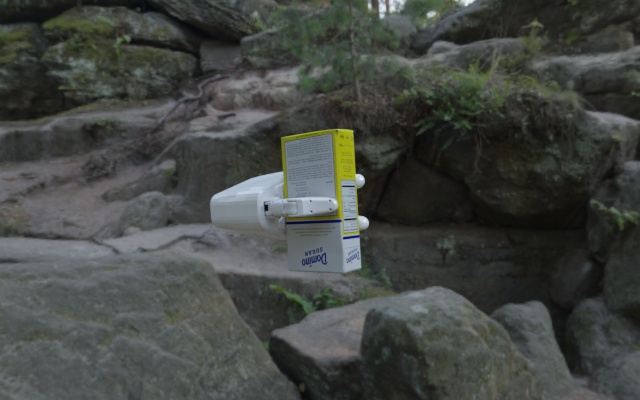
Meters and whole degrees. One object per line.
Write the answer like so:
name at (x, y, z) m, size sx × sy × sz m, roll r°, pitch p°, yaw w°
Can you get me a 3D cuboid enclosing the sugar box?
sugar box at (0.000, 0.002, 0.611) m, size 0.093 × 0.176 × 0.048 m, roll -3°, pitch 2°, yaw 39°
